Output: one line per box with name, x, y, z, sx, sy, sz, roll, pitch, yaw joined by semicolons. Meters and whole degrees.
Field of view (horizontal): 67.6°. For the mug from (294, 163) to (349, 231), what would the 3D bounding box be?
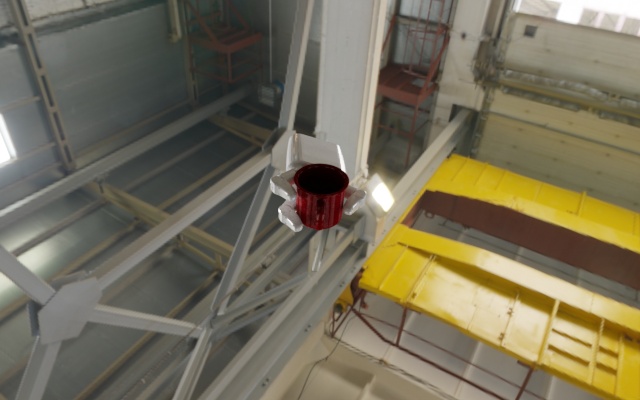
mug;0.000;0.004;0.810;0.093;0.082;0.117;1;39;-3
